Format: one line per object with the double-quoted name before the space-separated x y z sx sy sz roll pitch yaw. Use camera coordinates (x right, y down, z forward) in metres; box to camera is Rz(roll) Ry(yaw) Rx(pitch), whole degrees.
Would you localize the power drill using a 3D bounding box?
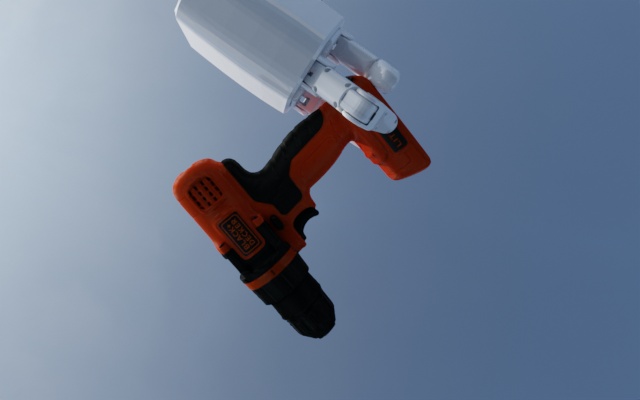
"power drill" 0.000 0.001 0.408 0.187 0.184 0.057 -41 12 -6
